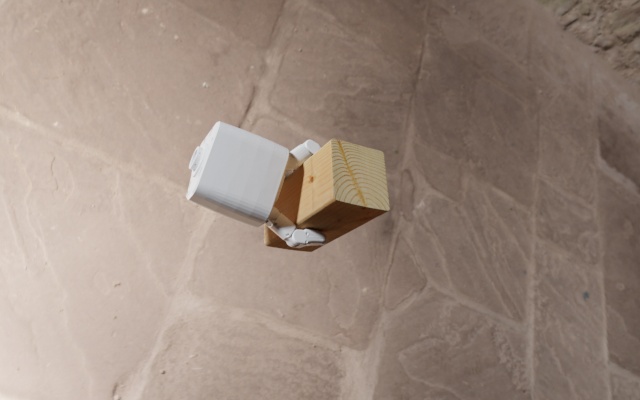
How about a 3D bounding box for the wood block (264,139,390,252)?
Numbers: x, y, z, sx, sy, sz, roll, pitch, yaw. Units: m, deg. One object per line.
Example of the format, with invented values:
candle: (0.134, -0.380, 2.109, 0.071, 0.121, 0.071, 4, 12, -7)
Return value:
wood block: (0.000, 0.002, 0.705, 0.090, 0.090, 0.206, 11, -26, -29)
